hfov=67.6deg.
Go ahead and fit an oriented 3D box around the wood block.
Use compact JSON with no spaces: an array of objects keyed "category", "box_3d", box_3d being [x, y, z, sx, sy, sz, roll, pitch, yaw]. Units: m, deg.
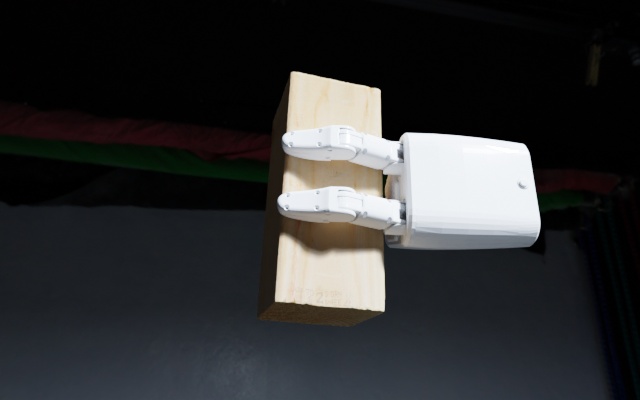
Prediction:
[{"category":"wood block","box_3d":[0.000,0.001,0.435,0.090,0.206,0.091,8,-24,-13]}]
